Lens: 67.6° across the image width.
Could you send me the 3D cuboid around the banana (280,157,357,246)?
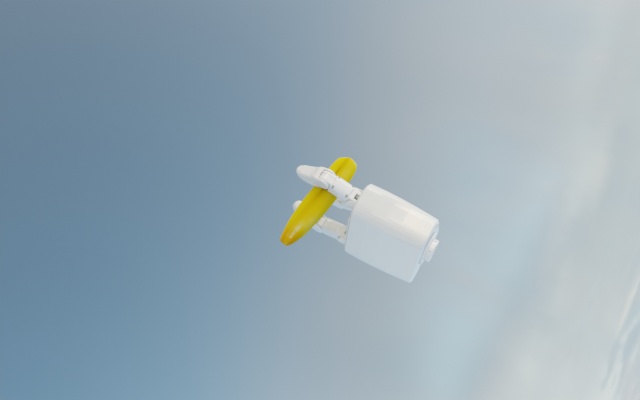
[{"bbox_3d":[0.008,-0.011,0.689,0.037,0.070,0.197,35,47,4],"label":"banana"}]
